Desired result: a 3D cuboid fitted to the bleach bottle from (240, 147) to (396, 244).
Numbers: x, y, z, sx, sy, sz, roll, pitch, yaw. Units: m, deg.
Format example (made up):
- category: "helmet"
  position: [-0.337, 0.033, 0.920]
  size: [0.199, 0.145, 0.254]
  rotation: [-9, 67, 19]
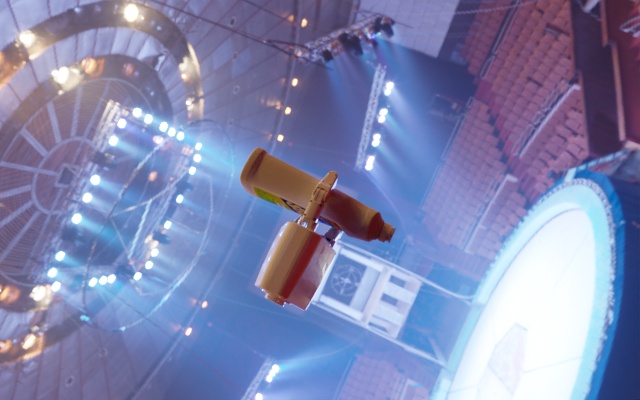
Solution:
- category: "bleach bottle"
  position: [0.000, 0.002, 0.764]
  size: [0.251, 0.068, 0.103]
  rotation: [24, -14, 11]
